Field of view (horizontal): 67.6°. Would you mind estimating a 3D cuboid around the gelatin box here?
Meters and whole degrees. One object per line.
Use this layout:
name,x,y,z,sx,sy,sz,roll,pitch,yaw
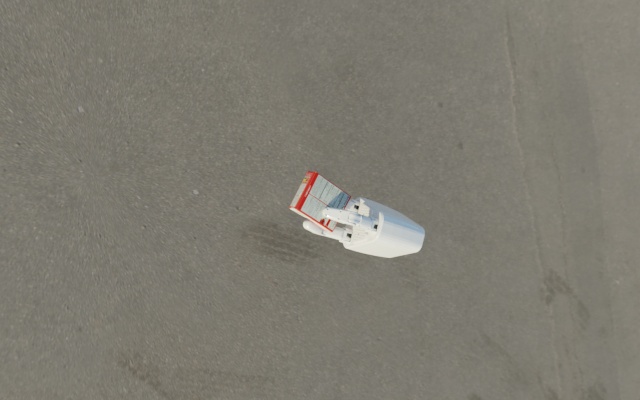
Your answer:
gelatin box,0.000,0.003,0.818,0.089,0.073,0.030,34,-13,-31
